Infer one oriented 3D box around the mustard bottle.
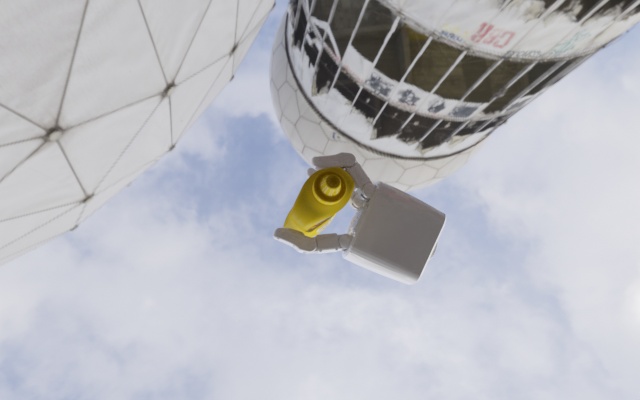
[{"bbox_3d":[0.000,0.002,0.646,0.096,0.058,0.192,-40,-4,-16],"label":"mustard bottle"}]
